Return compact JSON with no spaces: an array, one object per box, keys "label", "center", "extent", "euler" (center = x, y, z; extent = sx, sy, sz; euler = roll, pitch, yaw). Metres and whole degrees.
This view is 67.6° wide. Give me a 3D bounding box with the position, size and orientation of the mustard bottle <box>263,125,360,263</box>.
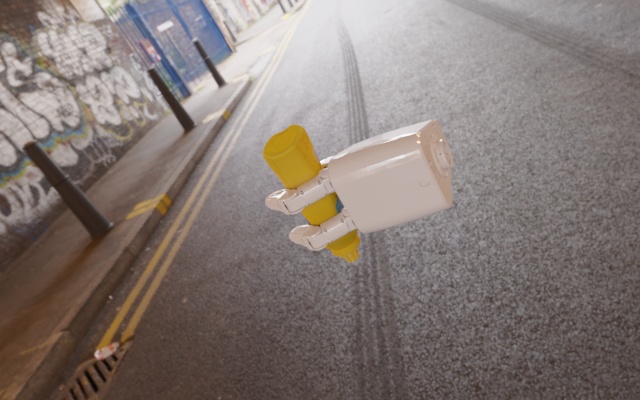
[{"label":"mustard bottle","center":[0.000,0.002,0.602],"extent":[0.058,0.192,0.096],"euler":[-29,23,6]}]
